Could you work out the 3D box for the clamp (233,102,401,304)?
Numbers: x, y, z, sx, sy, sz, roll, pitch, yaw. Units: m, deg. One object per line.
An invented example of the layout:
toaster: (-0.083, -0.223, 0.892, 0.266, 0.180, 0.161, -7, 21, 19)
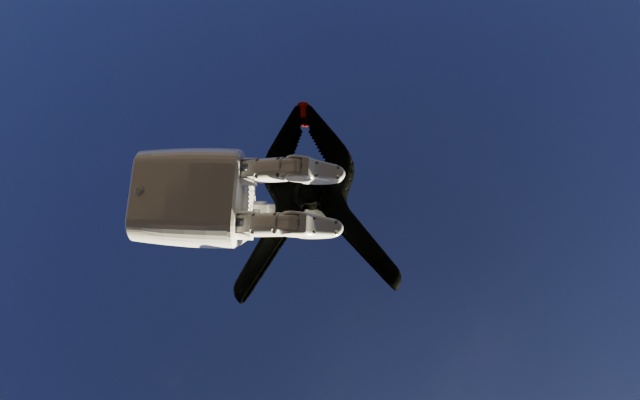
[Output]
clamp: (0.000, 0.001, 0.491, 0.164, 0.210, 0.036, 2, -13, 0)
